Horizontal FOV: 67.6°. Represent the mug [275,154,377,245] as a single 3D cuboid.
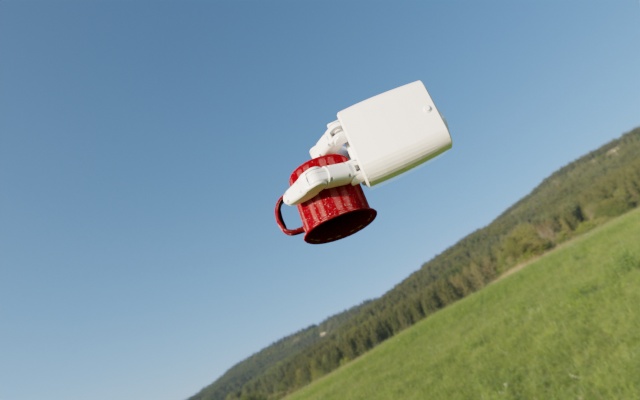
[{"bbox_3d":[-0.001,0.002,0.583,0.117,0.081,0.093,-22,-22,4],"label":"mug"}]
